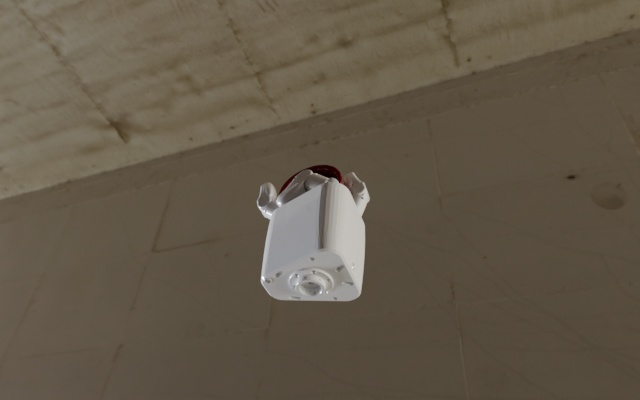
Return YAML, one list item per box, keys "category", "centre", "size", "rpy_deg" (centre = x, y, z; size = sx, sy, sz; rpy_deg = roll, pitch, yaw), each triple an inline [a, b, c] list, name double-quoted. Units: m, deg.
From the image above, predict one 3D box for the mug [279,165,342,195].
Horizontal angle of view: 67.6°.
- category: "mug"
  centre: [0.000, 0.001, 0.681]
  size: [0.093, 0.081, 0.117]
  rpy_deg: [-13, 39, 17]
